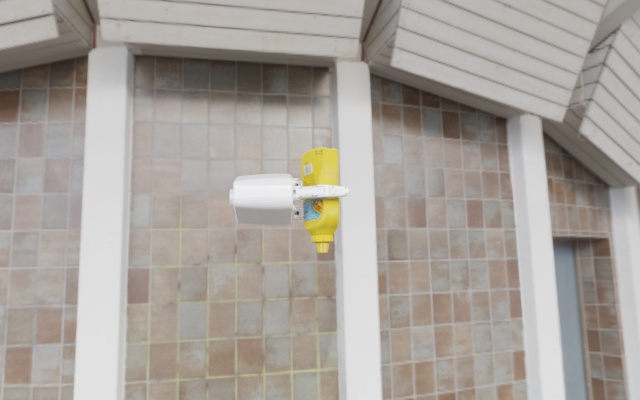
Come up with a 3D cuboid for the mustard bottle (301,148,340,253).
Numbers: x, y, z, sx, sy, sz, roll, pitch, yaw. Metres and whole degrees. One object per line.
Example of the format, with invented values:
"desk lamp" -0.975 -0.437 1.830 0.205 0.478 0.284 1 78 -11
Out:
"mustard bottle" 0.000 0.003 0.898 0.058 0.191 0.096 3 -9 -30
